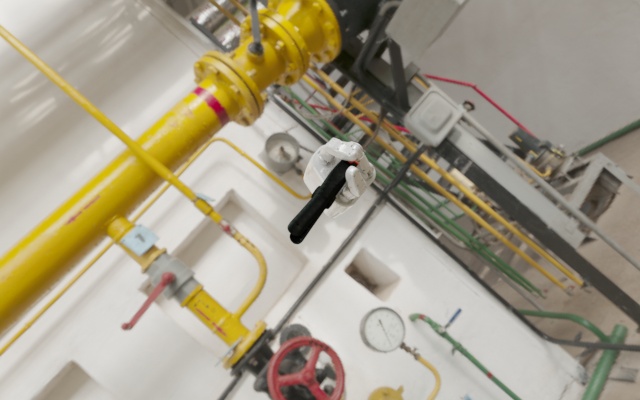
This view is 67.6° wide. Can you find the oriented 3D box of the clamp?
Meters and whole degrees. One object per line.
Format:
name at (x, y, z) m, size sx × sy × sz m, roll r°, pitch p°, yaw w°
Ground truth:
clamp at (0.000, 0.002, 0.783) m, size 0.039 × 0.171 × 0.120 m, roll 40°, pitch -19°, yaw 1°
